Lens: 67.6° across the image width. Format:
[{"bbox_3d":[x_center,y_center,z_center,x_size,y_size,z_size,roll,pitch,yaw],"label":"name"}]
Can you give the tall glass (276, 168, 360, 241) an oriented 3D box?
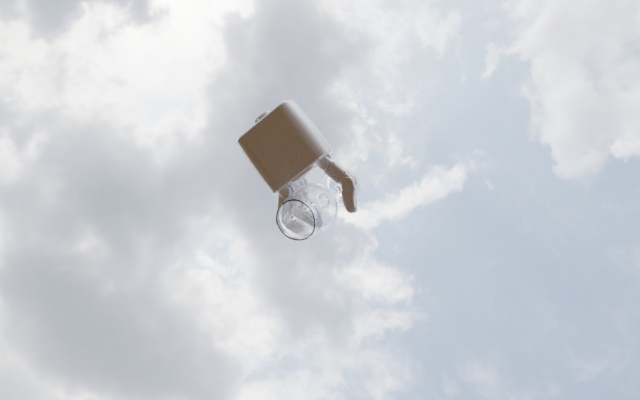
[{"bbox_3d":[0.001,0.002,0.766,0.079,0.079,0.201,0,15,22],"label":"tall glass"}]
